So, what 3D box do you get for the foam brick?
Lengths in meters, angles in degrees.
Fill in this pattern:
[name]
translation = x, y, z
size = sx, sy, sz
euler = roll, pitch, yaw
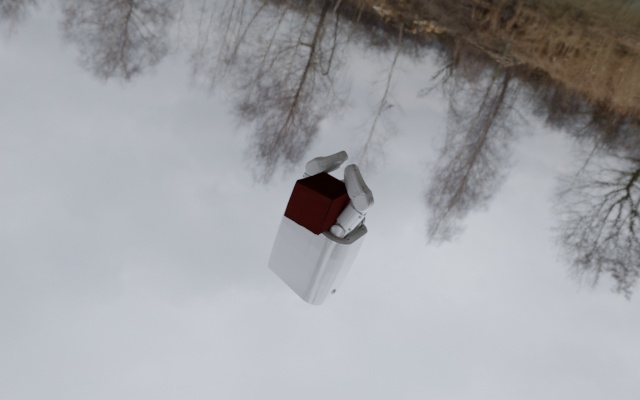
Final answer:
[foam brick]
translation = 0.000, 0.002, 0.597
size = 0.053, 0.051, 0.078
euler = 30, 22, 17
